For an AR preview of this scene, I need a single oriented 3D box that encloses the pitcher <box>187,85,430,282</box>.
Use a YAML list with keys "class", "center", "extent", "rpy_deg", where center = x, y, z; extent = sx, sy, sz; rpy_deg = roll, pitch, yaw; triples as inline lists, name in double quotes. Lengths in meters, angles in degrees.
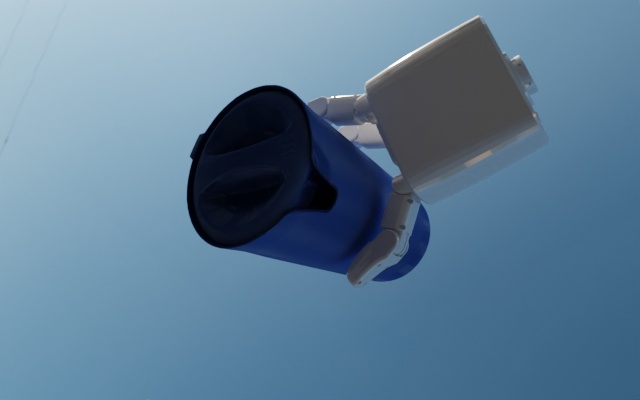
- class: "pitcher"
  center: [0.000, 0.001, 0.459]
  extent: [0.145, 0.149, 0.243]
  rpy_deg: [-31, -33, 25]
